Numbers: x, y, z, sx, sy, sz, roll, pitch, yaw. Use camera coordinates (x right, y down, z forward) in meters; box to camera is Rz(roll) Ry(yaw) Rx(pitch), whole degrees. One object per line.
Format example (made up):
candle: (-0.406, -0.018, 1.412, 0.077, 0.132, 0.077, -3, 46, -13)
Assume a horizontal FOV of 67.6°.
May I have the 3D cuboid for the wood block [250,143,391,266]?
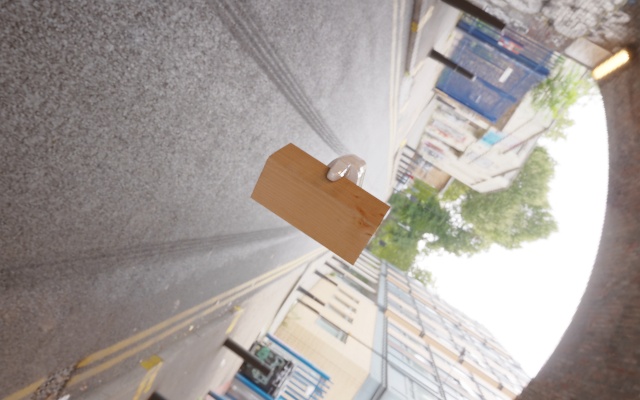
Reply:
wood block: (0.001, 0.002, 0.801, 0.206, 0.091, 0.090, 33, 30, 7)
